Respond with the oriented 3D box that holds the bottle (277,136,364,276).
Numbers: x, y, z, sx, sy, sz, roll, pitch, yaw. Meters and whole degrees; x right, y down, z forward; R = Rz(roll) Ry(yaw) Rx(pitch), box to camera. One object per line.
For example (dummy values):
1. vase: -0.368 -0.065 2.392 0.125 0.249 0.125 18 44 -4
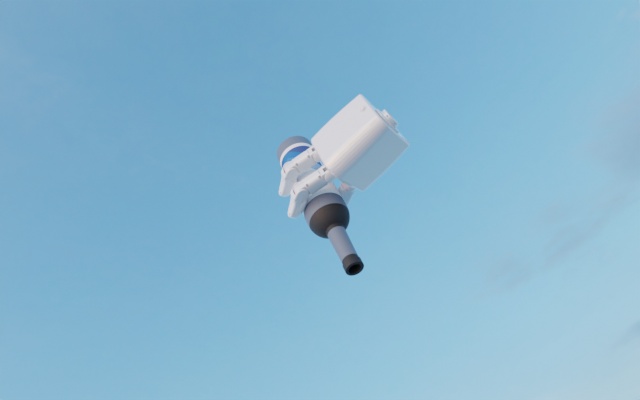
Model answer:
1. bottle: 0.000 0.002 0.754 0.069 0.069 0.295 0 38 -24
